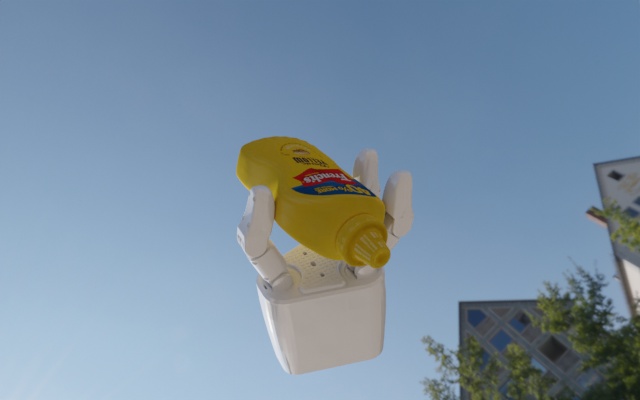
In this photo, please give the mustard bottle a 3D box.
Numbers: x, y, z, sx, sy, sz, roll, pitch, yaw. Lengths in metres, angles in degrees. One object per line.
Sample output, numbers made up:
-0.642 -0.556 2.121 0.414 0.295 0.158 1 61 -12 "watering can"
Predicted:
0.000 0.001 0.419 0.096 0.058 0.191 3 25 -32 "mustard bottle"
